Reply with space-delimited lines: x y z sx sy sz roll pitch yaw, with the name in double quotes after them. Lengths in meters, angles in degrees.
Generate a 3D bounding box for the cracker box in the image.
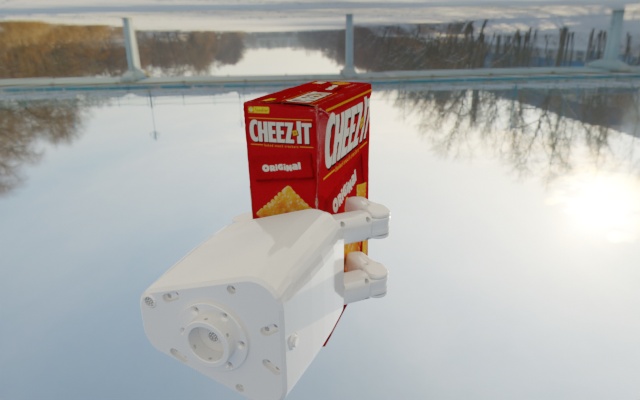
0.000 0.002 0.462 0.072 0.214 0.164 6 21 18 "cracker box"
